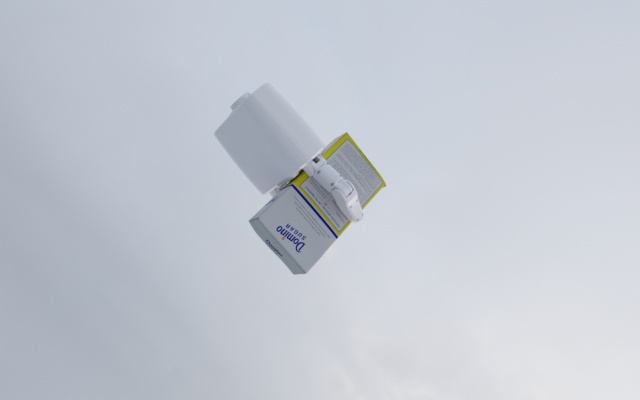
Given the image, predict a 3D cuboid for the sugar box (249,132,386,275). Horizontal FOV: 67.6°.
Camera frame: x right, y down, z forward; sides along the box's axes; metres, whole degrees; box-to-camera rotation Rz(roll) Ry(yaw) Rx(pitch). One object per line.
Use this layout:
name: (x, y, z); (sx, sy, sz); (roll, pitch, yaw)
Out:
sugar box: (0.000, 0.002, 0.616); (0.176, 0.093, 0.048); (-44, 12, -25)
